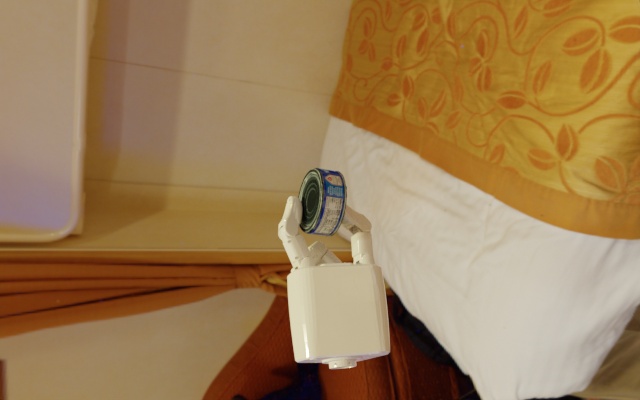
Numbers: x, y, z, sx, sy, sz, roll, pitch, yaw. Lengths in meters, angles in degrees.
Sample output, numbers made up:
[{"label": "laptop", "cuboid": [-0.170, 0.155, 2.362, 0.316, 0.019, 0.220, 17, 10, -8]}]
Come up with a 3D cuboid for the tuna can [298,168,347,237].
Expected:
[{"label": "tuna can", "cuboid": [0.000, 0.002, 0.609, 0.034, 0.086, 0.086, 8, -3, -23]}]
